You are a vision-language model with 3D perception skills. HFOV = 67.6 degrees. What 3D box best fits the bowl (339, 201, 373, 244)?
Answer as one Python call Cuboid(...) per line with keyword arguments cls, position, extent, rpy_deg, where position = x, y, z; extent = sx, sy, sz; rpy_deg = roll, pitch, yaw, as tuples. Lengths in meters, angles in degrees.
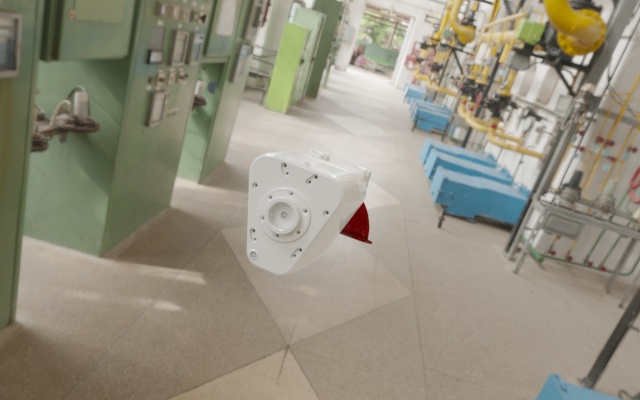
Cuboid(cls="bowl", position=(0.000, 0.002, 0.614), extent=(0.162, 0.055, 0.162), rpy_deg=(21, -1, 1))
